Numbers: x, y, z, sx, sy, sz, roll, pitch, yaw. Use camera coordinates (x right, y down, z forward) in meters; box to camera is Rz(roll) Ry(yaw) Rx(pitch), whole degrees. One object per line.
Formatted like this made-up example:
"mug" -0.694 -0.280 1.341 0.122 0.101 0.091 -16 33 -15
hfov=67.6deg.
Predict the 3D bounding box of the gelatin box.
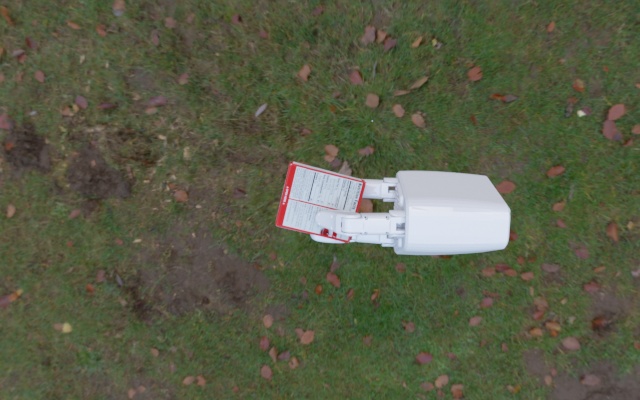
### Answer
"gelatin box" 0.000 0.002 0.542 0.089 0.073 0.030 13 9 -4
